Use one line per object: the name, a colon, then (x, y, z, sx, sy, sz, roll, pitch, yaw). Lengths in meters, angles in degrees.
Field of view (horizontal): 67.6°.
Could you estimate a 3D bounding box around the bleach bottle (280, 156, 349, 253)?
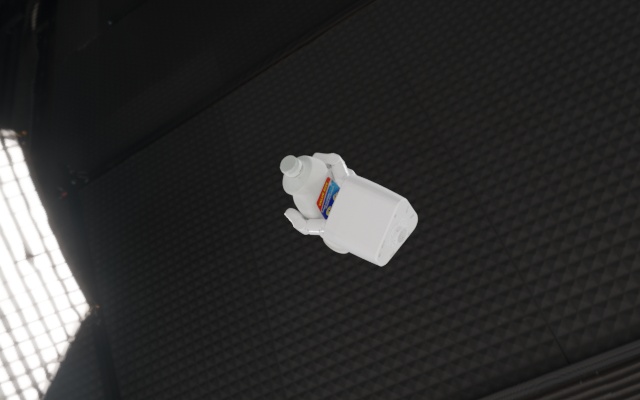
bleach bottle: (0.000, 0.003, 0.829, 0.068, 0.102, 0.251, 27, -10, 36)
